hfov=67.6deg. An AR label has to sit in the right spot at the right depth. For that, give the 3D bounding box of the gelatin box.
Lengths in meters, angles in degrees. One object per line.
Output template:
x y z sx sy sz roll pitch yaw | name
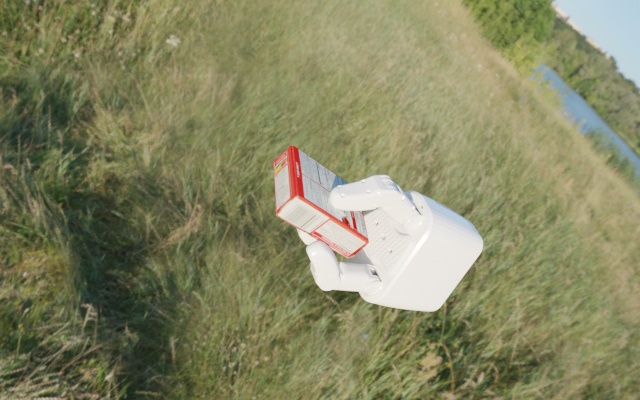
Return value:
0.000 0.001 0.426 0.089 0.073 0.030 33 -60 -31 | gelatin box
